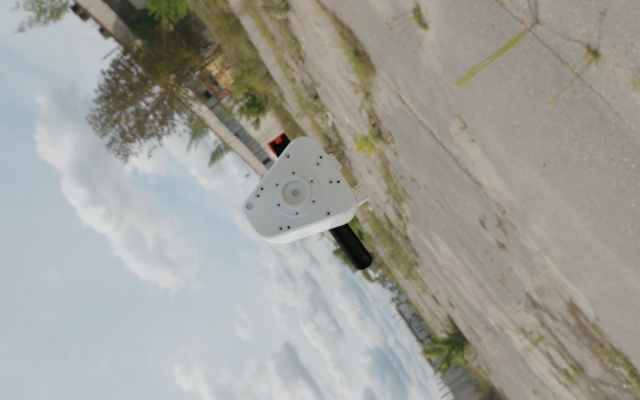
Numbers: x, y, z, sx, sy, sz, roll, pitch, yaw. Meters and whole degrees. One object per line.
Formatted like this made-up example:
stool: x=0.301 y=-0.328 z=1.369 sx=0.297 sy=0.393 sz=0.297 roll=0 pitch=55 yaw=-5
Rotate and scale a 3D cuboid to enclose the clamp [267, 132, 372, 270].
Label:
clamp: x=-0.001 y=0.002 z=0.657 sx=0.036 sy=0.210 sz=0.164 roll=-35 pitch=-6 yaw=-1
